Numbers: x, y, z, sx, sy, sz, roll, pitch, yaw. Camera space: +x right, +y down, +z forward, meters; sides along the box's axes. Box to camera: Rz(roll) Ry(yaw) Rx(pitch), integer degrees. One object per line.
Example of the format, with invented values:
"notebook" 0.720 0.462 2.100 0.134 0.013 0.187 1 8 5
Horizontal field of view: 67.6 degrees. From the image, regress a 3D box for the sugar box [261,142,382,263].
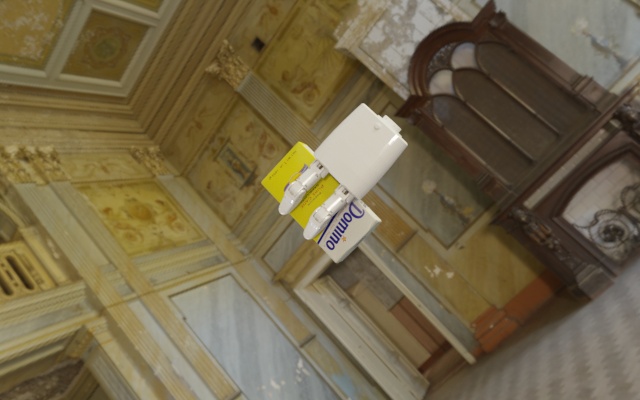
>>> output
"sugar box" 0.000 0.002 0.745 0.176 0.093 0.048 46 11 14
